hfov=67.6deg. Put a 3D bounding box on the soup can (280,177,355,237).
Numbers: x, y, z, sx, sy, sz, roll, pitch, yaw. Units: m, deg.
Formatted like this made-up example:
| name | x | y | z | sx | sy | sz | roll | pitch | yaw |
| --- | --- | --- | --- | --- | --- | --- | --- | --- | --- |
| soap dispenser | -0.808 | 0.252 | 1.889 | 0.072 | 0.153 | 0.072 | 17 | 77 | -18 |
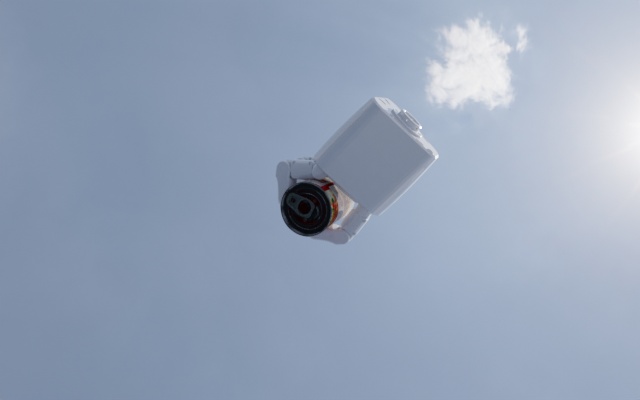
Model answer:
| name | x | y | z | sx | sy | sz | roll | pitch | yaw |
| --- | --- | --- | --- | --- | --- | --- | --- | --- | --- |
| soup can | 0.000 | 0.002 | 0.624 | 0.068 | 0.068 | 0.102 | 0 | 10 | 22 |
